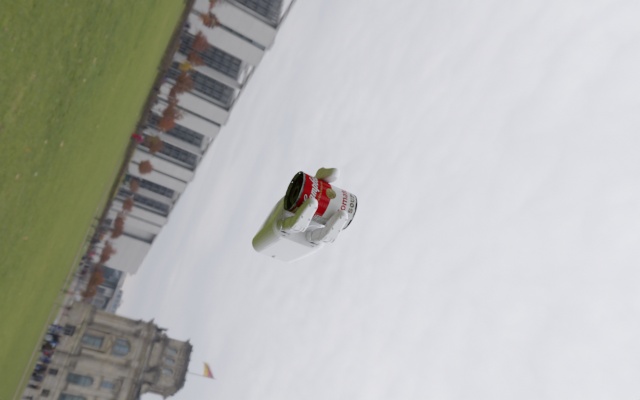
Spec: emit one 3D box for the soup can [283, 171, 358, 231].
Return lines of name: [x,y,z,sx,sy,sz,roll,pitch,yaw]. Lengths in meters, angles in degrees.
soup can: [0.001,0.002,0.774,0.102,0.068,0.068,23,-9,-22]
